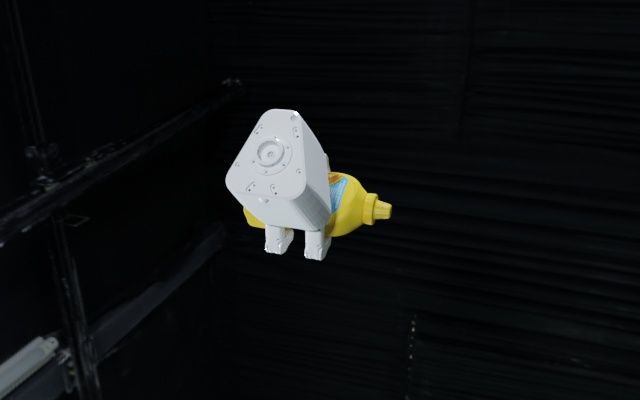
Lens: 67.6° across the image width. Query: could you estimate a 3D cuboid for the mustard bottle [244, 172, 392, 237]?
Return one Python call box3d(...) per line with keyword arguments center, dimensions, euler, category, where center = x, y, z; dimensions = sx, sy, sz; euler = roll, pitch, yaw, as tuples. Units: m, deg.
box3d(center=(0.000, 0.002, 0.647), dimensions=(0.191, 0.096, 0.058), euler=(7, -42, 17), category="mustard bottle")
